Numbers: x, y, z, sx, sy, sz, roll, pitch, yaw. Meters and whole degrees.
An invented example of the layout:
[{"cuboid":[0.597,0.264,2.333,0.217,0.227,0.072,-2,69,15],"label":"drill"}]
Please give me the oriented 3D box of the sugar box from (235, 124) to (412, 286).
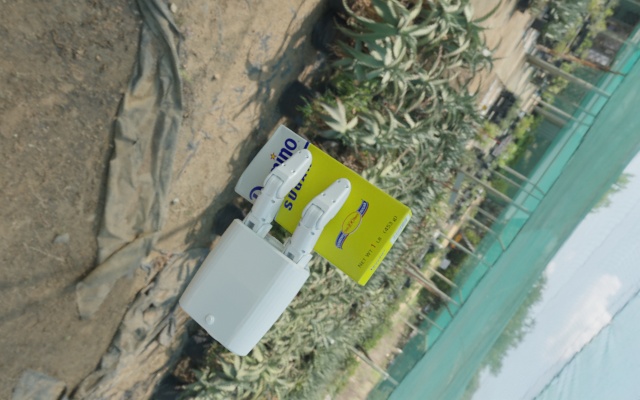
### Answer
[{"cuboid":[0.000,0.002,0.514,0.176,0.093,0.048,35,-4,18],"label":"sugar box"}]
